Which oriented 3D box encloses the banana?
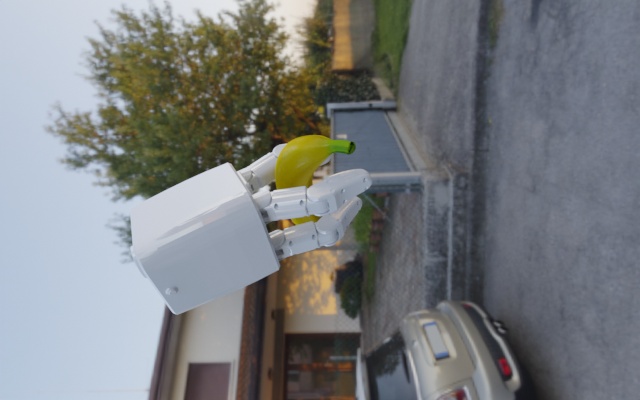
[{"bbox_3d":[-0.015,-0.010,0.484,0.069,0.037,0.198,35,-25,11],"label":"banana"}]
